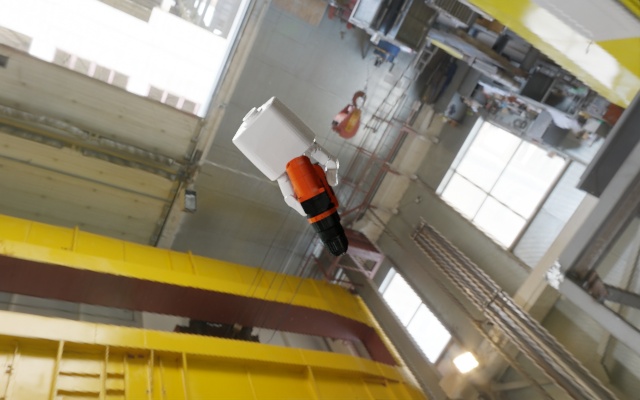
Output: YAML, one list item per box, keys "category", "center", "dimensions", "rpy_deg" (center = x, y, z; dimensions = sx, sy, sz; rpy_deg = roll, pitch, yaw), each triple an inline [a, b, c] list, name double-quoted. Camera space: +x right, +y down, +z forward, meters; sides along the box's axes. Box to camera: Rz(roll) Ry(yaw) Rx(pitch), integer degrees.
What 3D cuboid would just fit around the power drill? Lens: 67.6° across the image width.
- category: "power drill"
  center: [0.000, 0.003, 0.877]
  dimensions: [0.057, 0.184, 0.187]
  rpy_deg: [-24, 5, 3]
